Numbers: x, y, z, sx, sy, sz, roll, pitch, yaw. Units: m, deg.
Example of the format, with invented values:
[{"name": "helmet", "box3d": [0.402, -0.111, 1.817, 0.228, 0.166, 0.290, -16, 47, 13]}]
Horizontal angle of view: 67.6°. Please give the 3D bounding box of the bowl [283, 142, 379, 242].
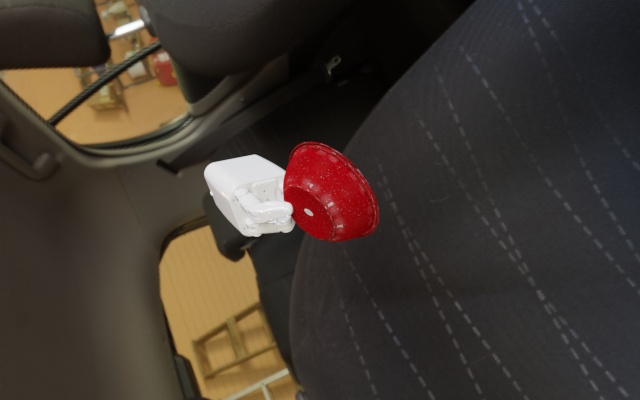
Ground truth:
[{"name": "bowl", "box3d": [0.001, 0.002, 0.657, 0.055, 0.162, 0.162, -42, 25, -31]}]
